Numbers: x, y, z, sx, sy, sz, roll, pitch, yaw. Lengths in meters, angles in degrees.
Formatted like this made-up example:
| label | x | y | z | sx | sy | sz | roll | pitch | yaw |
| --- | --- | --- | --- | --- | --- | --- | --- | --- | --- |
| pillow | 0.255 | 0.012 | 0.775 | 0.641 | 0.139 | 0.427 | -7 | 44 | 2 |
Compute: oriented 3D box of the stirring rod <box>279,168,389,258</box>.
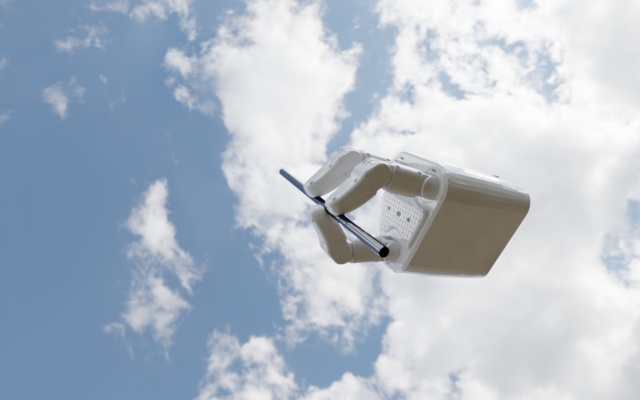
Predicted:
| label | x | y | z | sx | sy | sz | roll | pitch | yaw |
| --- | --- | --- | --- | --- | --- | --- | --- | --- | --- |
| stirring rod | 0.000 | 0.001 | 0.428 | 0.011 | 0.011 | 0.239 | 0 | 16 | -22 |
